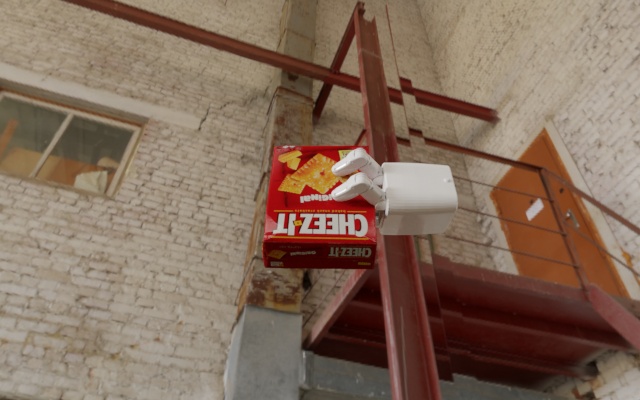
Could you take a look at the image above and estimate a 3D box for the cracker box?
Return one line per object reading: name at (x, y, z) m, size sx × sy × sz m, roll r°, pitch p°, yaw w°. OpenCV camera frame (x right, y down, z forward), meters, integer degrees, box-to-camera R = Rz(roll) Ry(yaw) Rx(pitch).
cracker box at (0.000, 0.002, 0.753) m, size 0.164 × 0.213 × 0.072 m, roll 0°, pitch -45°, yaw 1°
